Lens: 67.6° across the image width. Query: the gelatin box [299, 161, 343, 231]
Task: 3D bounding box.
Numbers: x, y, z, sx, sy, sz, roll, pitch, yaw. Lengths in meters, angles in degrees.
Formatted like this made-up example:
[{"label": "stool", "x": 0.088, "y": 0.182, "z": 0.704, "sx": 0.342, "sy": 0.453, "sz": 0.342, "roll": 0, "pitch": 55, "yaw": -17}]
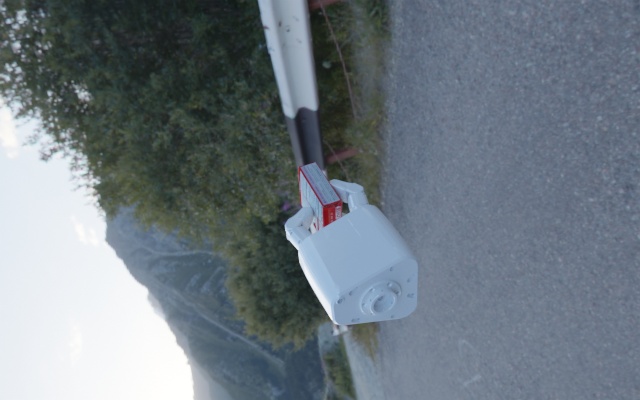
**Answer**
[{"label": "gelatin box", "x": 0.000, "y": 0.002, "z": 0.660, "sx": 0.030, "sy": 0.073, "sz": 0.089, "roll": -19, "pitch": 48, "yaw": -16}]
